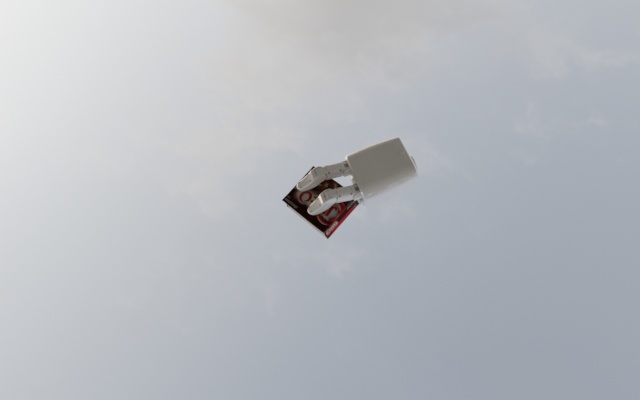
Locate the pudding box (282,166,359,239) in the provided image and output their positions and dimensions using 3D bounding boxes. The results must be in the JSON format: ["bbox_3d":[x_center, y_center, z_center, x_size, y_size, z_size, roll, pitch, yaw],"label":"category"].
[{"bbox_3d":[0.000,0.003,0.878,0.113,0.090,0.039,36,-13,30],"label":"pudding box"}]
